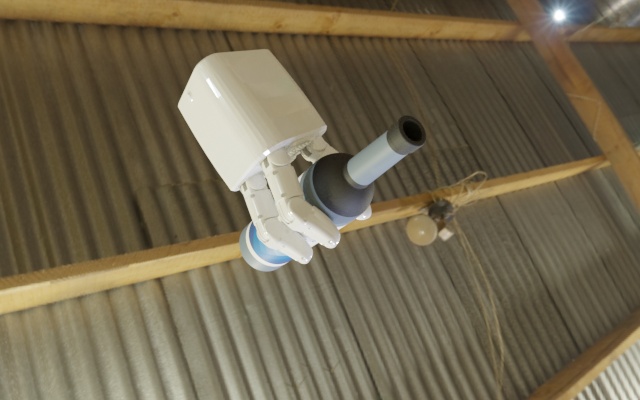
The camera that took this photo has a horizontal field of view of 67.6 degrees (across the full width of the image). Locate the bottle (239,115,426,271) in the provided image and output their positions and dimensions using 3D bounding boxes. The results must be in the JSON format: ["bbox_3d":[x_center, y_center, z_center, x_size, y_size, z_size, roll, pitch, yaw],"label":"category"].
[{"bbox_3d":[0.000,0.002,0.482,0.069,0.069,0.296,0,-22,-31],"label":"bottle"}]
